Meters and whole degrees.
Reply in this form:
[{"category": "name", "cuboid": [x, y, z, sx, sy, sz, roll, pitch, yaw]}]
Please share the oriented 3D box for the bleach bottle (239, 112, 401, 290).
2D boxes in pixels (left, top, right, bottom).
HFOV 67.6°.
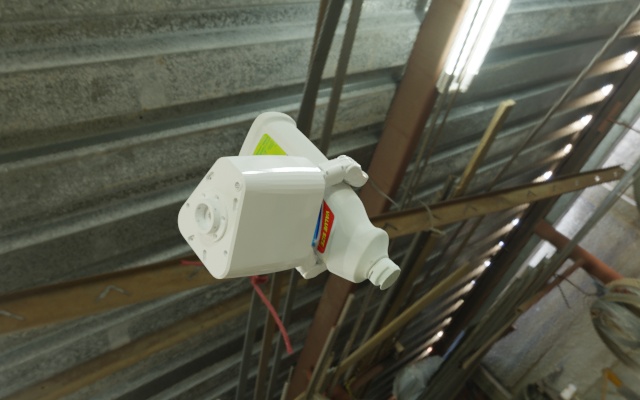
[{"category": "bleach bottle", "cuboid": [0.000, 0.002, 0.562, 0.068, 0.103, 0.250, -2, 38, -50]}]
